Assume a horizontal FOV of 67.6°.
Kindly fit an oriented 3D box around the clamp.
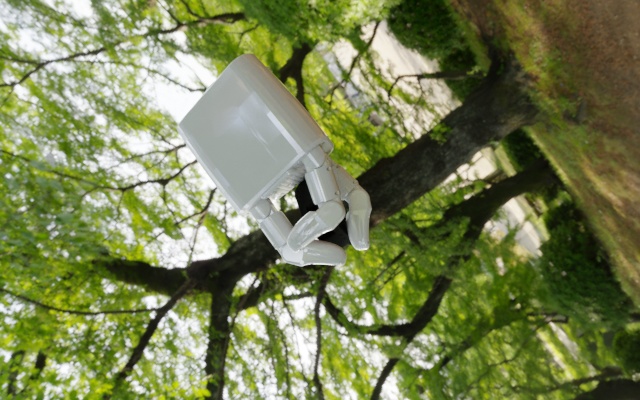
[{"bbox_3d":[0.000,0.002,0.518,0.039,0.120,0.171,-40,-6,5],"label":"clamp"}]
